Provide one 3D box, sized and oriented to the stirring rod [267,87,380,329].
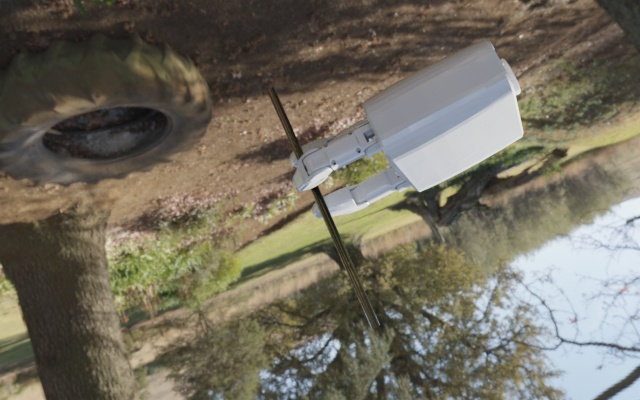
[{"bbox_3d":[0.000,0.001,0.436,0.011,0.239,0.011,-23,-11,-5],"label":"stirring rod"}]
